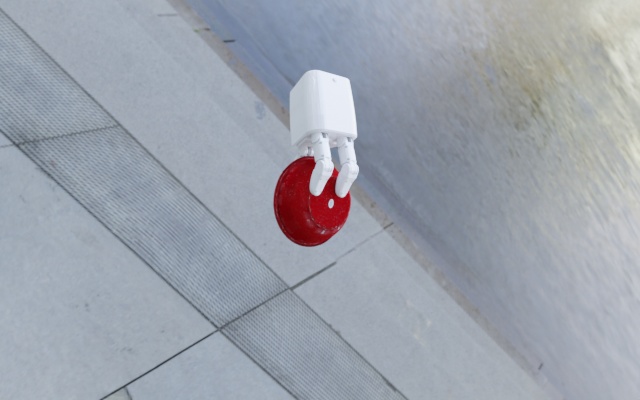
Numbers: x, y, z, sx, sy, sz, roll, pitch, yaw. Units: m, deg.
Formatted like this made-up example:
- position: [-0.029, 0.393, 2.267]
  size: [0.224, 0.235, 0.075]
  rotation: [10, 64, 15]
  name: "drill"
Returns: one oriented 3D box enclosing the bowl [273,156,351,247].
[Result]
- position: [0.001, 0.004, 0.824]
  size: [0.162, 0.162, 0.055]
  rotation: [0, 2, -39]
  name: "bowl"
